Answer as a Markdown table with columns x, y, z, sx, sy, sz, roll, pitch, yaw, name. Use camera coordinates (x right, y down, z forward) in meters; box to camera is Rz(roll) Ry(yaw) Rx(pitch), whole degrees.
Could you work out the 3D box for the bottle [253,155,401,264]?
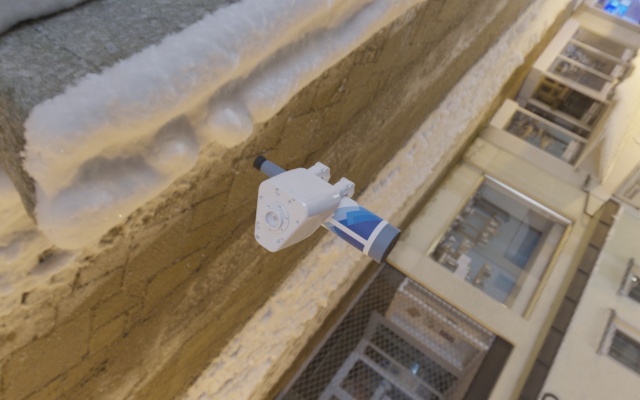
| x | y | z | sx | sy | sz | roll | pitch | yaw | name |
| --- | --- | --- | --- | --- | --- | --- | --- | --- | --- |
| 0.000 | 0.003 | 0.846 | 0.295 | 0.069 | 0.069 | 33 | 11 | 18 | bottle |
